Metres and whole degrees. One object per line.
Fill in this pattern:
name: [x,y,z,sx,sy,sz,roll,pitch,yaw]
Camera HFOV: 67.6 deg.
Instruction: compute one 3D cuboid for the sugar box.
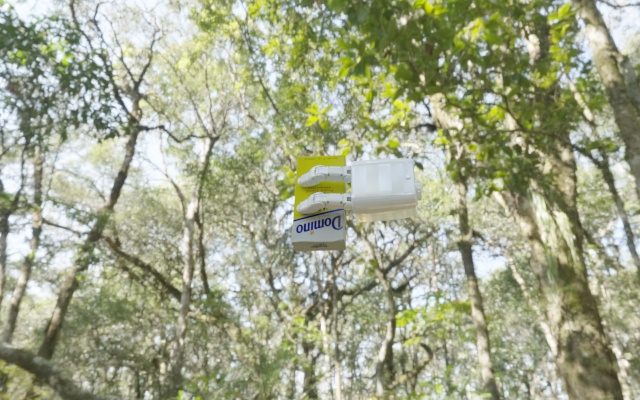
sugar box: [0.000,0.002,0.857,0.093,0.176,0.048,-3,-31,8]
